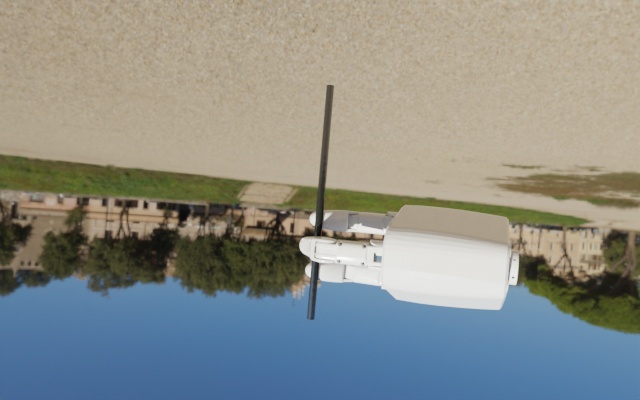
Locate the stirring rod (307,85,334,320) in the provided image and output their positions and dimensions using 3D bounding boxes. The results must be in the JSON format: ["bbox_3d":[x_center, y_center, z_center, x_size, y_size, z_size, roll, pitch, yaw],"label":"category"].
[{"bbox_3d":[0.000,0.002,0.491,0.011,0.239,0.011,5,0,0],"label":"stirring rod"}]
